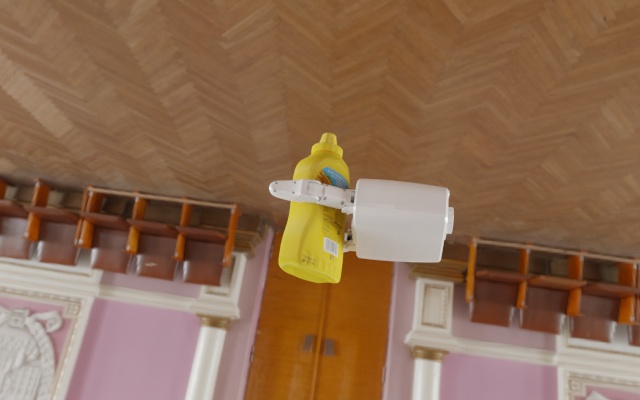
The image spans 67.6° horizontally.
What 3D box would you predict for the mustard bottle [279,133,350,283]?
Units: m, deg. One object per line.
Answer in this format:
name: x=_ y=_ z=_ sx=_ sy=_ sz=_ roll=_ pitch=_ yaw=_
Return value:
mustard bottle: x=0.000 y=0.002 z=0.605 sx=0.058 sy=0.191 sz=0.096 roll=-6 pitch=-24 yaw=34
